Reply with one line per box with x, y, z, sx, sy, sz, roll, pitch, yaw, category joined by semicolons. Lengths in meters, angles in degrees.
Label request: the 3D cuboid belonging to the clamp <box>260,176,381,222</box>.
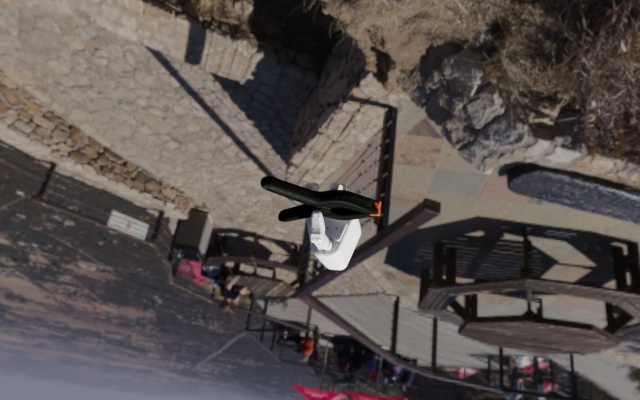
0.001;0.004;0.852;0.210;0.036;0.165;2;-24;16;clamp
